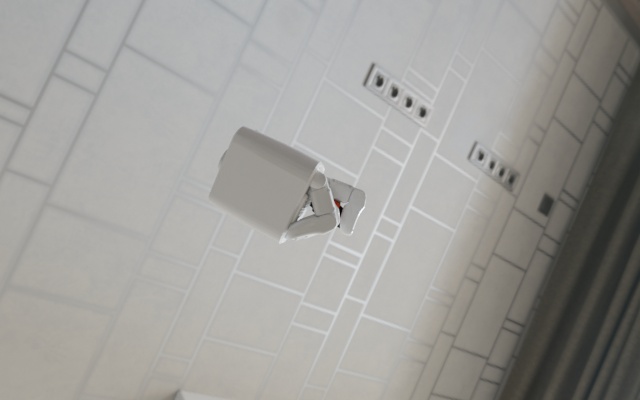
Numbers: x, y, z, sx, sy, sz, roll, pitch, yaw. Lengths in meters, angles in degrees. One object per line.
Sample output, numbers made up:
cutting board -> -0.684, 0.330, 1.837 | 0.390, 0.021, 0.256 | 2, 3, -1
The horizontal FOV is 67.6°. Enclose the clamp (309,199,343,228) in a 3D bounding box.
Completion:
clamp -> 0.000, 0.003, 0.687 | 0.120, 0.039, 0.171 | 31, -2, 4
